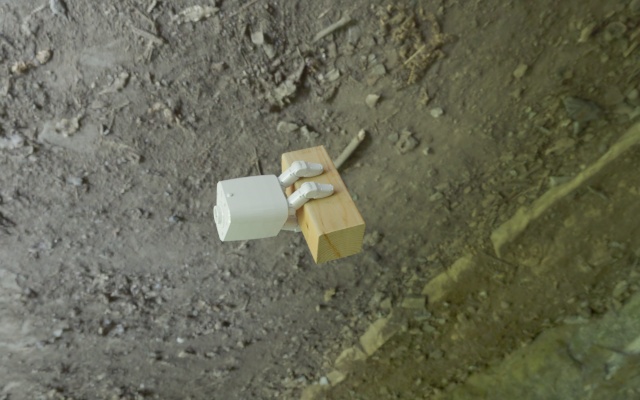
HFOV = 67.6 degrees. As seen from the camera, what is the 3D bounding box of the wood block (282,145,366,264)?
[{"bbox_3d":[0.000,0.003,0.898,0.090,0.206,0.091,-14,-38,-15],"label":"wood block"}]
